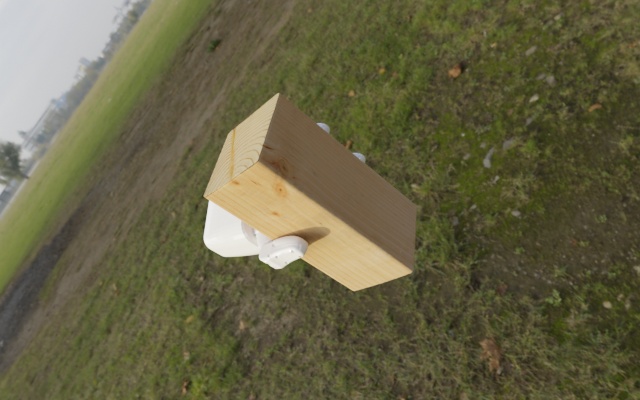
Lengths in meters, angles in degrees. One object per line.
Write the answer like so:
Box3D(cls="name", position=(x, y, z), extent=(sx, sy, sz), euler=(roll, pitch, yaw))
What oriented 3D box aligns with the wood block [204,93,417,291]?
Box3D(cls="wood block", position=(0.000, 0.002, 0.493), extent=(0.206, 0.090, 0.090), euler=(35, -43, -28))
